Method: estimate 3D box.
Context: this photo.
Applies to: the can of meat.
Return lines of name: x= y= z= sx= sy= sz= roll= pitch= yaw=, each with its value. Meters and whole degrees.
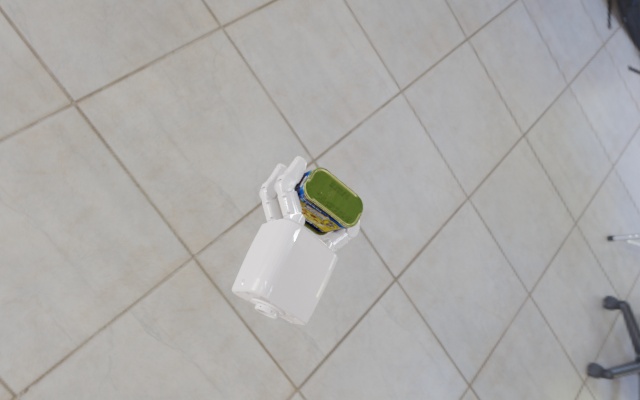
can of meat: x=0.000 y=0.002 z=0.685 sx=0.102 sy=0.057 sz=0.084 roll=37 pitch=-25 yaw=-19
